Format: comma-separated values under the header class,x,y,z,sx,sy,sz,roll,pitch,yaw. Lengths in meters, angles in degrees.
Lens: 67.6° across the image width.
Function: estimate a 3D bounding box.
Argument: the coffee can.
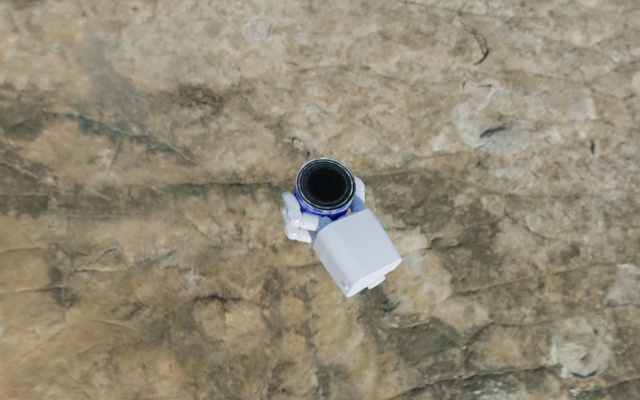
class,x,y,z,sx,sy,sz,roll,pitch,yaw
coffee can,0.000,0.003,0.847,0.103,0.102,0.140,0,-26,-8
